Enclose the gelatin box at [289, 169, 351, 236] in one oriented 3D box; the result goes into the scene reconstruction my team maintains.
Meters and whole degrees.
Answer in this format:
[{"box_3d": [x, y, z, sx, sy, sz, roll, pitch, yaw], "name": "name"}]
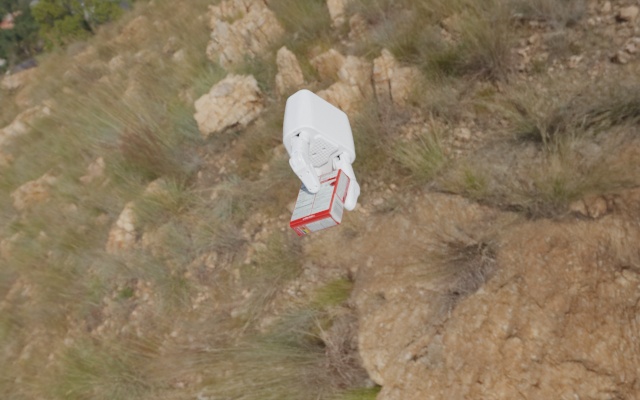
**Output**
[{"box_3d": [0.000, 0.002, 0.684, 0.073, 0.089, 0.030, -18, -50, 33], "name": "gelatin box"}]
